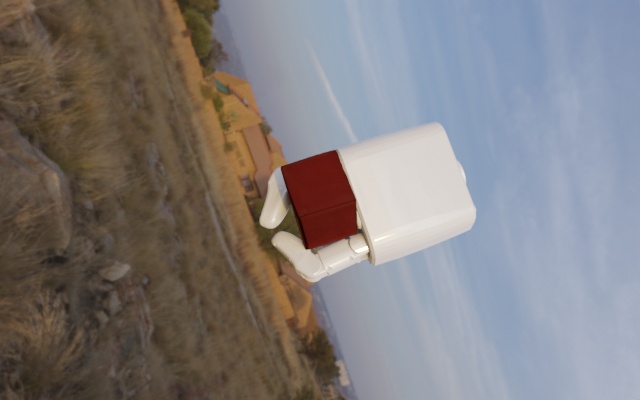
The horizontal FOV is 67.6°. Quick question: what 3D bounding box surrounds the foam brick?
[{"bbox_3d":[0.000,0.001,0.424,0.051,0.053,0.078,-18,-25,-4],"label":"foam brick"}]
